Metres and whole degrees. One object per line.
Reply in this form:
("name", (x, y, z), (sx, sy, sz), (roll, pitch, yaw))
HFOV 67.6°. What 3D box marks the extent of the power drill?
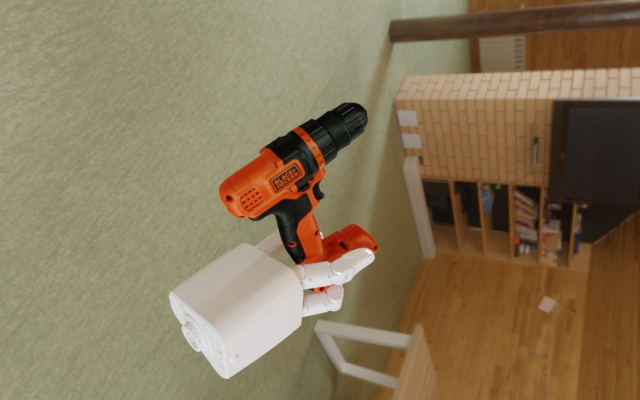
("power drill", (0.000, 0.002, 0.549), (0.184, 0.188, 0.057), (-34, 34, -10))
